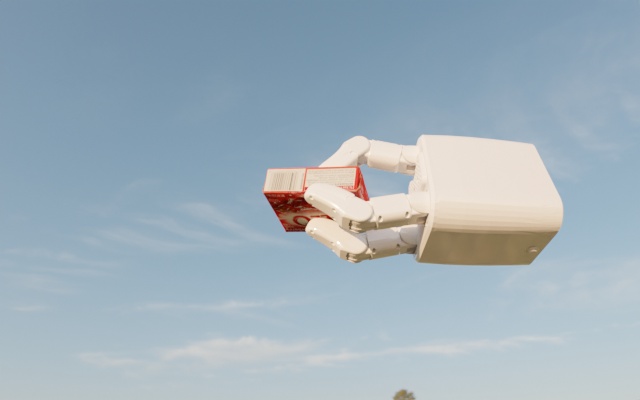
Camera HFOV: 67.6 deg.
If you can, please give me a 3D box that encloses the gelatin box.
[{"bbox_3d":[0.000,0.001,0.446,0.089,0.030,0.073,0,-32,15],"label":"gelatin box"}]
